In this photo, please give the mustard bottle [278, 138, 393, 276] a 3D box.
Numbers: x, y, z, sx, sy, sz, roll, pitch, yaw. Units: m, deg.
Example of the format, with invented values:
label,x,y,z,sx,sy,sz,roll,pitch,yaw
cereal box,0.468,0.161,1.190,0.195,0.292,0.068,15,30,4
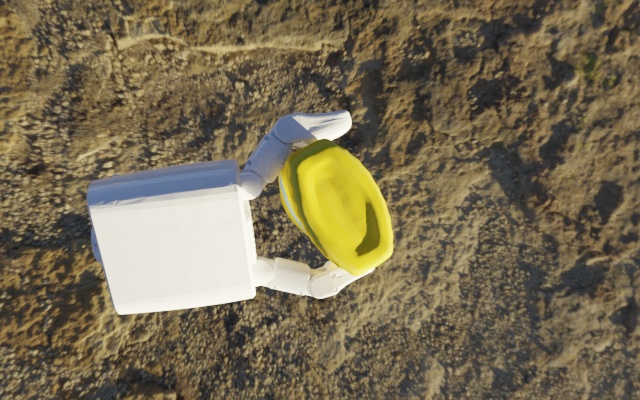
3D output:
label,x,y,z,sx,sy,sz,roll,pitch,yaw
mustard bottle,0.000,0.001,0.409,0.058,0.096,0.191,-32,7,-6
